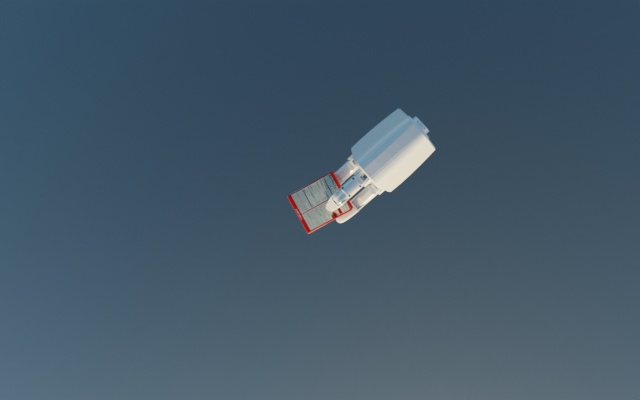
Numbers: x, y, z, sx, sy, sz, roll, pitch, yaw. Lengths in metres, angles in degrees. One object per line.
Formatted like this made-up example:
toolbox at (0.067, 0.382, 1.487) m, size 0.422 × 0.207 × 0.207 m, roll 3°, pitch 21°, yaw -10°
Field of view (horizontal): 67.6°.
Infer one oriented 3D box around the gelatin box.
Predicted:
gelatin box at (0.000, 0.003, 0.806) m, size 0.089 × 0.073 × 0.030 m, roll -29°, pitch 3°, yaw 9°
